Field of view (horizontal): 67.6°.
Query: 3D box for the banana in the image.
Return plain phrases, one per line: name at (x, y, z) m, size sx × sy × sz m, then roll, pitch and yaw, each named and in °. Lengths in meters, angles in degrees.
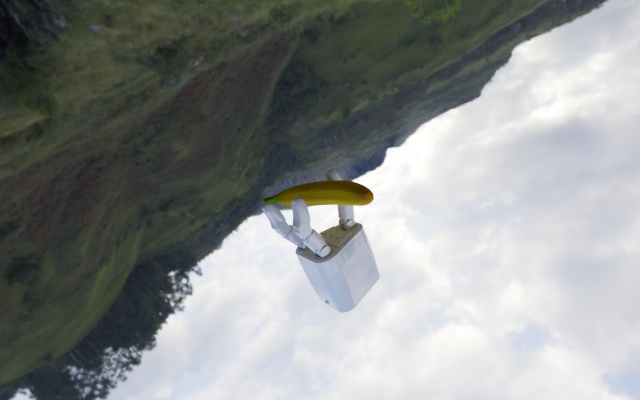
banana at (0.007, -0.006, 0.723) m, size 0.198 × 0.037 × 0.069 m, roll -5°, pitch 24°, yaw 37°
